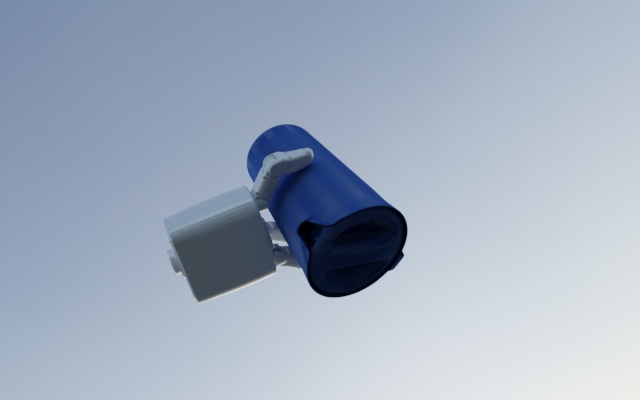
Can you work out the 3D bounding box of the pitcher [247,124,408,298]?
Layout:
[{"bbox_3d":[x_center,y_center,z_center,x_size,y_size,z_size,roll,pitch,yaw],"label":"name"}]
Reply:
[{"bbox_3d":[0.000,0.002,0.628,0.145,0.149,0.242,-22,43,-16],"label":"pitcher"}]
